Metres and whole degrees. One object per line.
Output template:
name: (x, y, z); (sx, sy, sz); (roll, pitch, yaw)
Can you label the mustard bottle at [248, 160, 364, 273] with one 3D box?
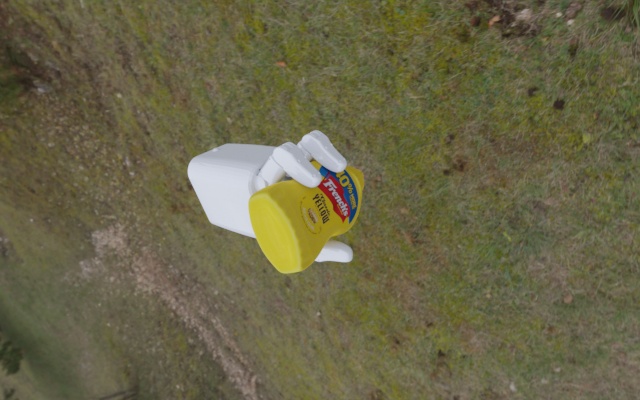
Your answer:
mustard bottle: (0.000, 0.002, 0.572); (0.058, 0.096, 0.191); (-17, 12, 39)
